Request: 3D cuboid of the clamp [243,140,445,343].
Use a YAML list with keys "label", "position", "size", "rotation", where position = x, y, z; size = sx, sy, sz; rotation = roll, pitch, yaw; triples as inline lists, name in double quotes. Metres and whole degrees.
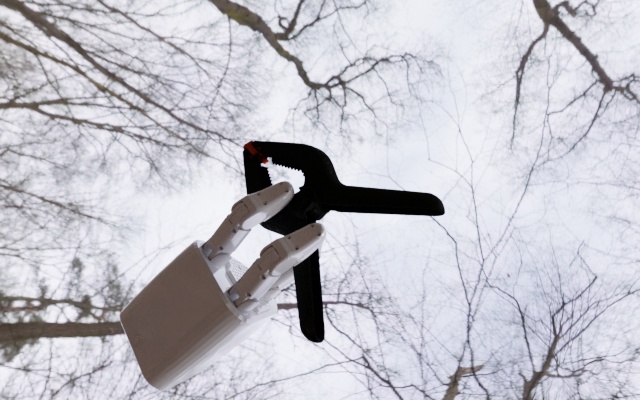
- label: "clamp"
  position: [0.000, 0.002, 0.453]
  size: [0.164, 0.210, 0.036]
  rotation: [-40, -31, 3]
